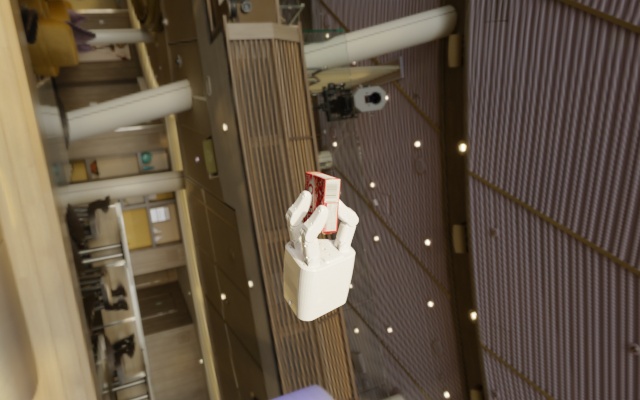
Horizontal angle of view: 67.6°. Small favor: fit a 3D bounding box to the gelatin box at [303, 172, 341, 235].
[{"bbox_3d":[0.001,0.002,0.772,0.030,0.089,0.073,-2,13,-27],"label":"gelatin box"}]
